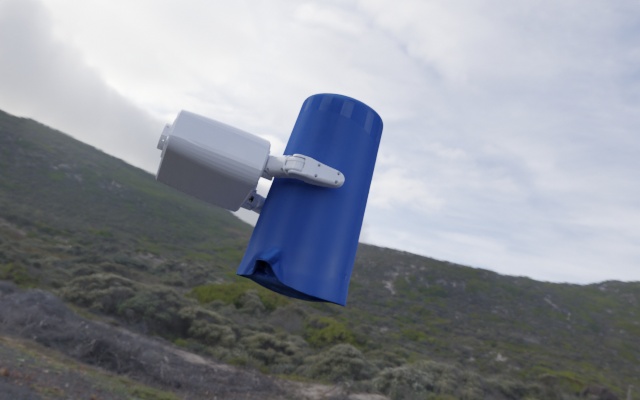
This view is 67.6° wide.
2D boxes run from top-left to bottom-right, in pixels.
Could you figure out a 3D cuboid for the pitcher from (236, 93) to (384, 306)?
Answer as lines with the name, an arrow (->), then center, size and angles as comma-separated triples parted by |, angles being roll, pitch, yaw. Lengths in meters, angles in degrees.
pitcher -> 0.000, 0.002, 0.593 | 0.145, 0.242, 0.149 | 21, -13, -17
